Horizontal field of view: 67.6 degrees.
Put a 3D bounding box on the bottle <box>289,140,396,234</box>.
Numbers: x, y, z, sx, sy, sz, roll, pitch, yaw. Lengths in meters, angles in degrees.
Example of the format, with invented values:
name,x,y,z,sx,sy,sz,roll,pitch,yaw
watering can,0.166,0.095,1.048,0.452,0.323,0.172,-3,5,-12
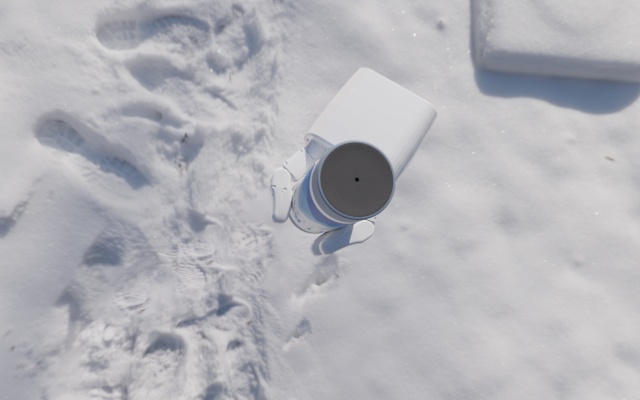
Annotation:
name,x,y,z,sx,sy,sz,roll,pitch,yaw
bottle,0.000,0.002,0.529,0.069,0.069,0.296,0,-7,-12
